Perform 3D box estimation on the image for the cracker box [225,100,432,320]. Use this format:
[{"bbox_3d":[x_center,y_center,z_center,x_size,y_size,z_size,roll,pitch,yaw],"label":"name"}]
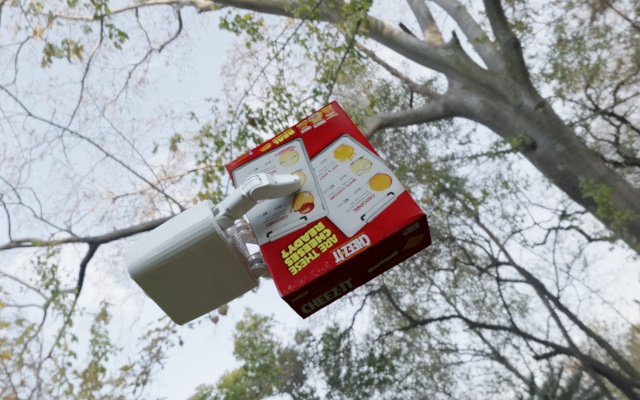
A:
[{"bbox_3d":[0.000,0.002,0.549,0.164,0.213,0.072,-31,-40,0],"label":"cracker box"}]
